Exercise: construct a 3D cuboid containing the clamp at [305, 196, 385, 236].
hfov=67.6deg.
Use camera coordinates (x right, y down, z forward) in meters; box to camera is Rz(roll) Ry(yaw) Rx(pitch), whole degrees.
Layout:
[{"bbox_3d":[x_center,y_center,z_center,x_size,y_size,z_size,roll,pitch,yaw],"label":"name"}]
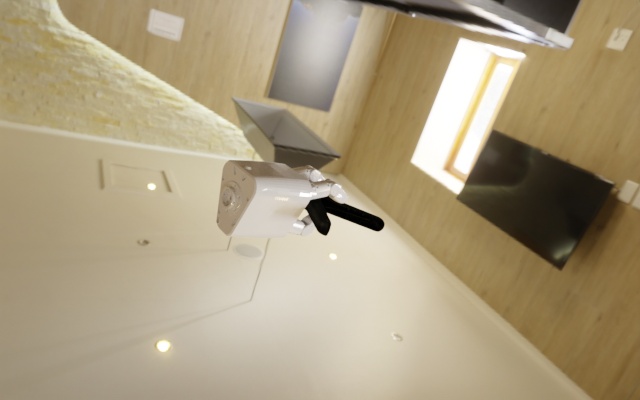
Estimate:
[{"bbox_3d":[-0.001,0.003,0.815,0.164,0.036,0.210,6,22,-45],"label":"clamp"}]
